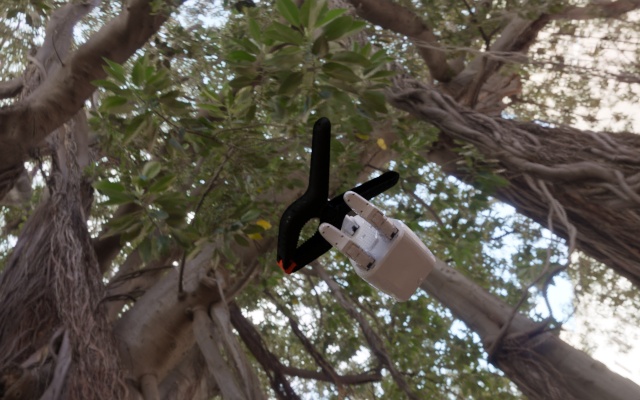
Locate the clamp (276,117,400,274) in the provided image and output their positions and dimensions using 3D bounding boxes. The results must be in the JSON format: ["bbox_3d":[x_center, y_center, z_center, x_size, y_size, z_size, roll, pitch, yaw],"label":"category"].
[{"bbox_3d":[0.000,0.002,0.649,0.165,0.210,0.036,40,-2,-36],"label":"clamp"}]
